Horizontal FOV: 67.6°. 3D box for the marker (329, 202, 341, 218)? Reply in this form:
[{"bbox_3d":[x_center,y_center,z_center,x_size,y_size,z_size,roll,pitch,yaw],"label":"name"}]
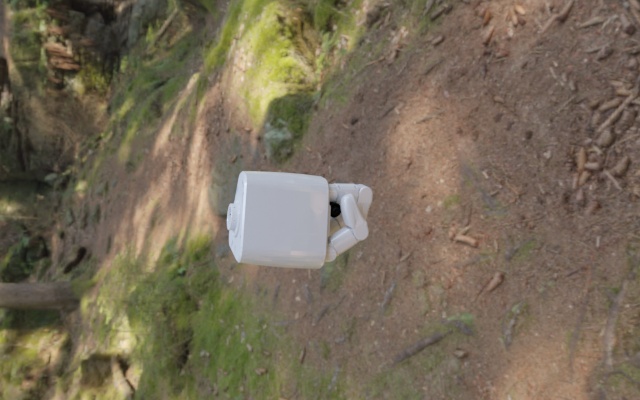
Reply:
[{"bbox_3d":[0.000,0.002,0.645,0.020,0.020,0.121,0,11,-19],"label":"marker"}]
